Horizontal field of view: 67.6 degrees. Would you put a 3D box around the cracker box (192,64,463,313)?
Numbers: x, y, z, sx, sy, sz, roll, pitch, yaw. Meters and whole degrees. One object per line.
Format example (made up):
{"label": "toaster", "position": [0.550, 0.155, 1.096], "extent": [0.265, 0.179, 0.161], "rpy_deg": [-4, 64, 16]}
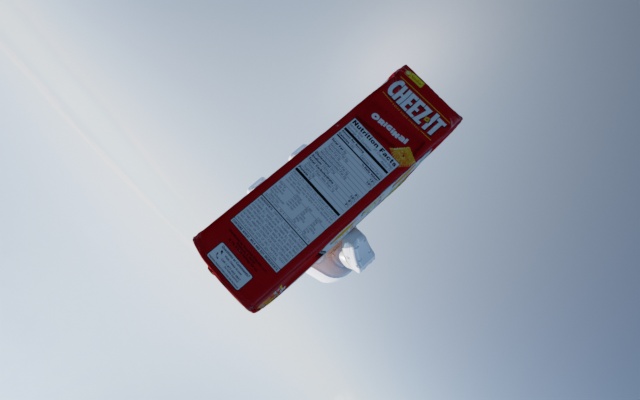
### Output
{"label": "cracker box", "position": [0.000, 0.002, 0.414], "extent": [0.213, 0.072, 0.164], "rpy_deg": [-41, -6, -14]}
